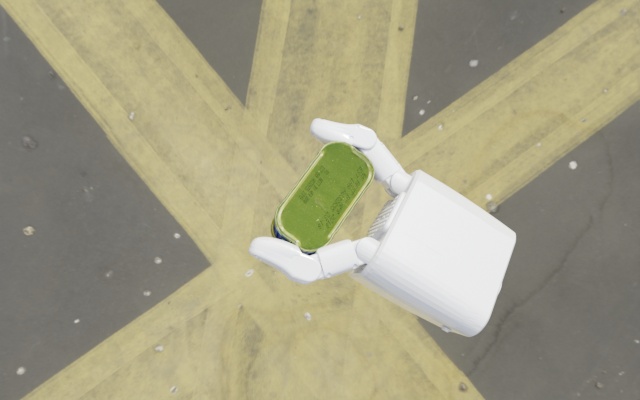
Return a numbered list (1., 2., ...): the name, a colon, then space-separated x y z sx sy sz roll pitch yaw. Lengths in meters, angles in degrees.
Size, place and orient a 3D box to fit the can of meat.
1. can of meat: 0.000 0.001 0.431 0.057 0.102 0.084 35 -10 0
